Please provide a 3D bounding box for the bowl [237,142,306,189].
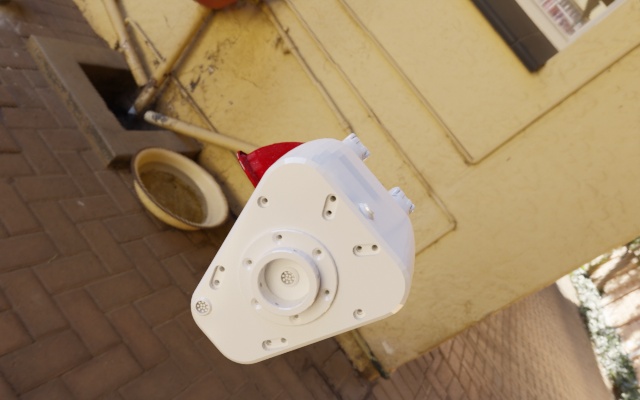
[{"bbox_3d":[0.000,0.001,0.424,0.055,0.162,0.162,-41,-3,3],"label":"bowl"}]
